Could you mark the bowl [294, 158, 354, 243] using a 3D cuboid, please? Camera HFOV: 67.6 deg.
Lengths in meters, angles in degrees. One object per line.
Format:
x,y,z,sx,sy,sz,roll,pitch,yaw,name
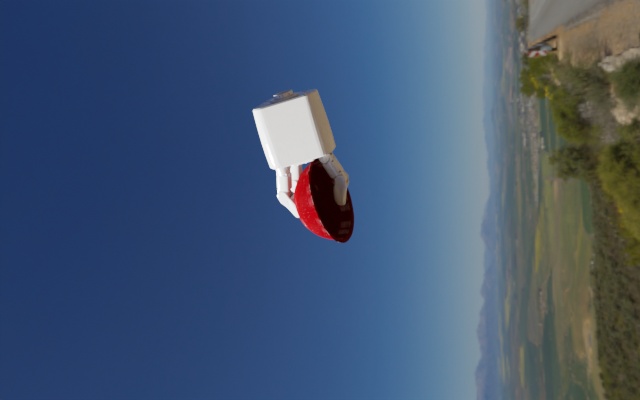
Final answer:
0.000,0.004,0.851,0.055,0.162,0.162,-18,-8,25,bowl
